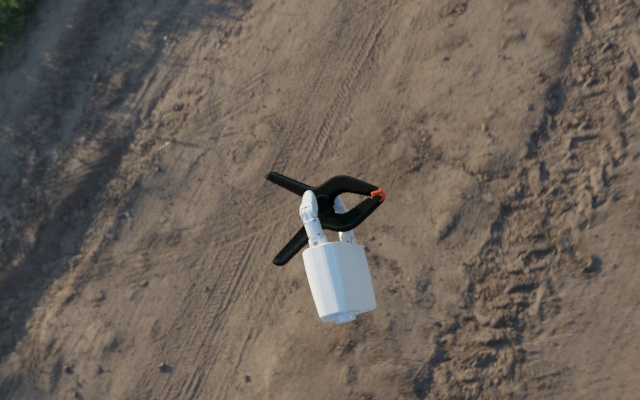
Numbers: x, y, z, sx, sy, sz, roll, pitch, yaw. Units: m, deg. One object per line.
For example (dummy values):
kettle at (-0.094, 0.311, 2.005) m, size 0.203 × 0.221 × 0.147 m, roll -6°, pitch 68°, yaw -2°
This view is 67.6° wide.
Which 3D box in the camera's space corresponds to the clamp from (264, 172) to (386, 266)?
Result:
clamp at (0.000, 0.002, 0.789) m, size 0.210 × 0.164 × 0.036 m, roll -20°, pitch -18°, yaw 15°
